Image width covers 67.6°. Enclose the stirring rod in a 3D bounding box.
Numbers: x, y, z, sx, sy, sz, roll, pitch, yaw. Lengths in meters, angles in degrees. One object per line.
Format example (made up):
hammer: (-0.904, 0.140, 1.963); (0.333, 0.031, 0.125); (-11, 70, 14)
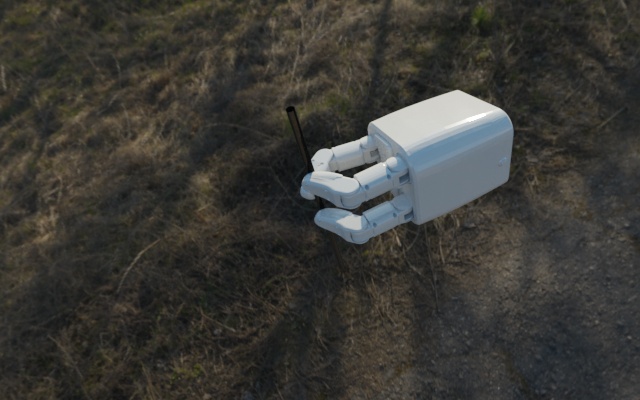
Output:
stirring rod: (0.000, 0.002, 0.489); (0.011, 0.011, 0.240); (0, -41, 16)
